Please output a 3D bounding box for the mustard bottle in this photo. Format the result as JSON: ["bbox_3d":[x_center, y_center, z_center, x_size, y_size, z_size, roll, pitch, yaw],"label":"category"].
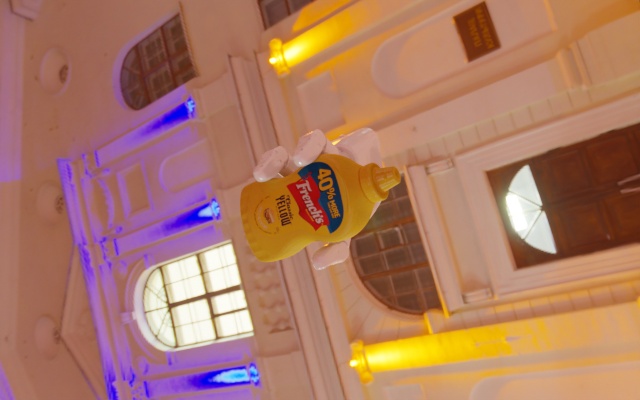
[{"bbox_3d":[0.000,0.002,0.530,0.191,0.096,0.058,-20,-12,30],"label":"mustard bottle"}]
